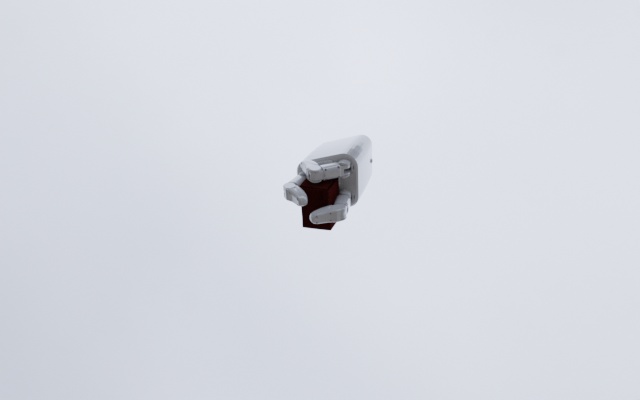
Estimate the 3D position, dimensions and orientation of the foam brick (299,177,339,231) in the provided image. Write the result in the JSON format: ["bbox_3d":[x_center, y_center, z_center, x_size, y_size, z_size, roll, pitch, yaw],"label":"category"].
[{"bbox_3d":[0.000,0.003,0.791,0.053,0.078,0.051,8,30,19],"label":"foam brick"}]
